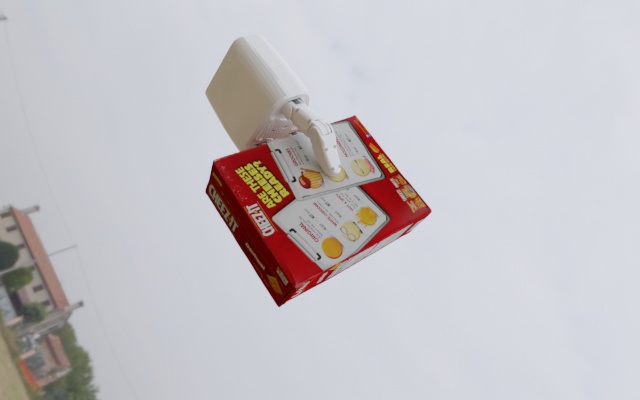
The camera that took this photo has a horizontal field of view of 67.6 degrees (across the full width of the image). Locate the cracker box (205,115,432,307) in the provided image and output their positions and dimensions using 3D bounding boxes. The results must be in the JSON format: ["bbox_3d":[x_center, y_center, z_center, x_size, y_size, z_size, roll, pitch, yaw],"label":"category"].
[{"bbox_3d":[0.000,0.002,0.563,0.213,0.164,0.072,-24,-20,-34],"label":"cracker box"}]
